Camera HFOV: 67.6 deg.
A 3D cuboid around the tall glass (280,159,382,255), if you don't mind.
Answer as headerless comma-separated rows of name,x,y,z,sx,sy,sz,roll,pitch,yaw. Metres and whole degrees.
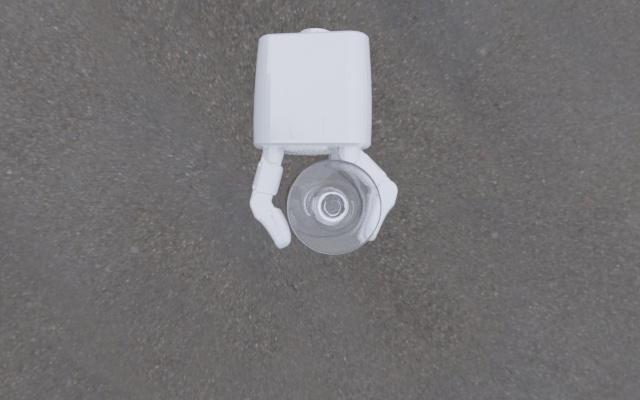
tall glass,0.000,0.002,0.468,0.079,0.079,0.201,0,2,-7
